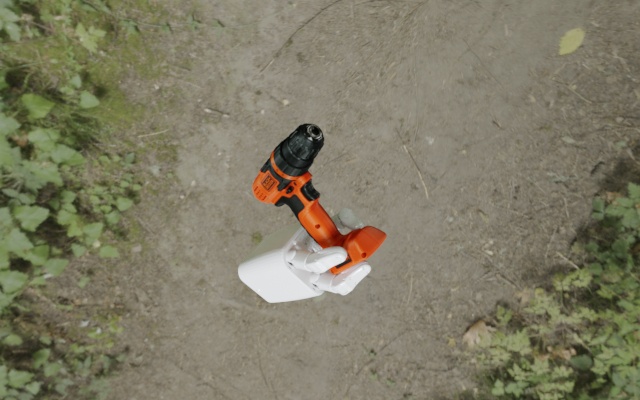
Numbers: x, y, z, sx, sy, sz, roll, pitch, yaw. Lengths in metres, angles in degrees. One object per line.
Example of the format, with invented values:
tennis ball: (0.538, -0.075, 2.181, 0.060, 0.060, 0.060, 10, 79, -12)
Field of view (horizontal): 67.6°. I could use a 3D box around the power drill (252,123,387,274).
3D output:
power drill: (0.000, 0.003, 0.642, 0.057, 0.187, 0.184, -41, 0, -33)
